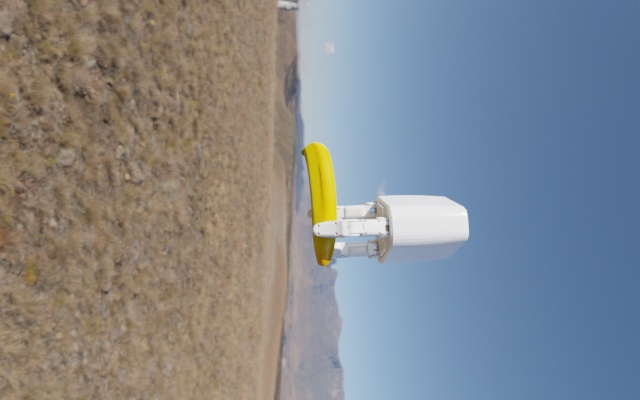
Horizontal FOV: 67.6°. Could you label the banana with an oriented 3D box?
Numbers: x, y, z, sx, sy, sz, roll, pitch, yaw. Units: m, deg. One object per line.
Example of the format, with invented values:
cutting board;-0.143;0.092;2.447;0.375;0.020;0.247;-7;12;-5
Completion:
banana;0.001;-0.010;0.664;0.037;0.197;0.070;-3;-30;-7
